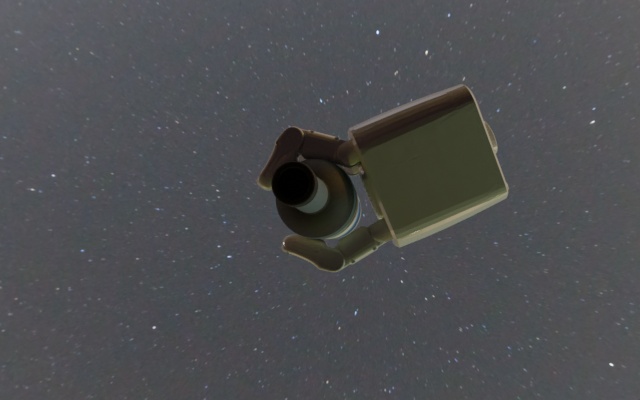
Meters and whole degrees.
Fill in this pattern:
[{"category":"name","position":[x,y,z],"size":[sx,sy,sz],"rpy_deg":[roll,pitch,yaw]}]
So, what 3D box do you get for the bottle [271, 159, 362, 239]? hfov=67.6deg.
[{"category":"bottle","position":[0.000,0.001,0.432],"size":[0.069,0.069,0.296],"rpy_deg":[0,-5,6]}]
